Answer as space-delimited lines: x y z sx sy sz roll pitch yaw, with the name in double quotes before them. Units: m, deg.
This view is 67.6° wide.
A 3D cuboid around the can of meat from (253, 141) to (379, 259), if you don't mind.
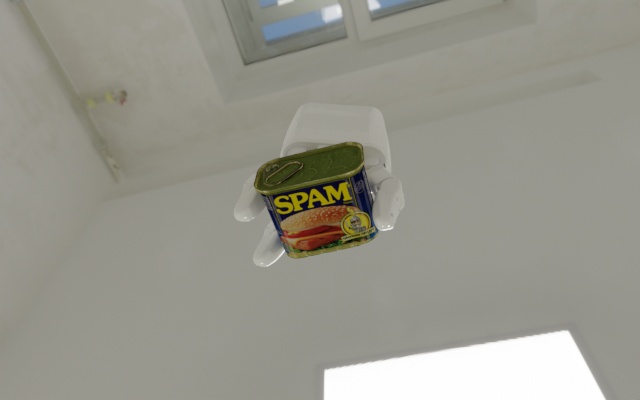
"can of meat" 0.000 0.002 0.450 0.102 0.084 0.057 -12 33 10
